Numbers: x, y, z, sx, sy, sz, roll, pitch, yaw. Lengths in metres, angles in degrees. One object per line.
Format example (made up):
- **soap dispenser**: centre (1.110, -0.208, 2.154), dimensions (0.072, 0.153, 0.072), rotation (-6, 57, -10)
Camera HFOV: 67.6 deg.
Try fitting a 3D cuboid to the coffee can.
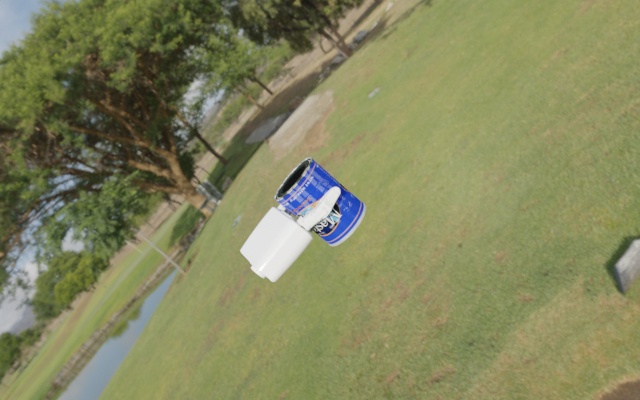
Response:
- **coffee can**: centre (0.000, 0.003, 0.885), dimensions (0.140, 0.103, 0.103), rotation (40, -13, -16)
